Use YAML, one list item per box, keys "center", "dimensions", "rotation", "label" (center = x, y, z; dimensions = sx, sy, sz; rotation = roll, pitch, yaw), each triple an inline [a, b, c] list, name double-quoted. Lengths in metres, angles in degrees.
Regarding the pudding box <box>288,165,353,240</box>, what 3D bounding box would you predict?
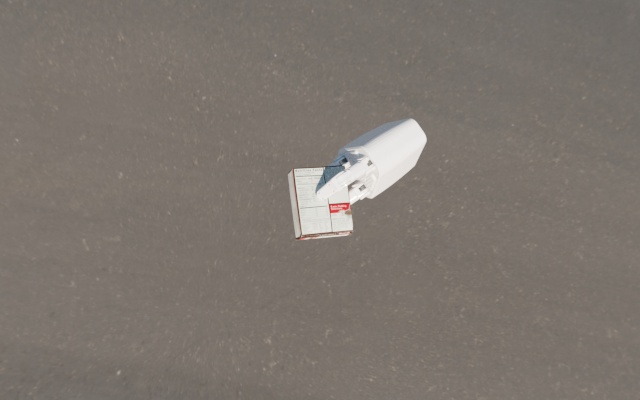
- center: [0.000, 0.002, 0.758]
  dimensions: [0.090, 0.113, 0.039]
  rotation: [-4, -13, -16]
  label: "pudding box"
